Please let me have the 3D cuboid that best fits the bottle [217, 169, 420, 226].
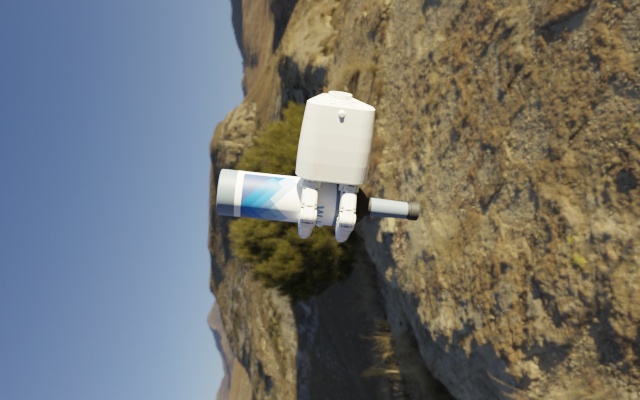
[{"bbox_3d":[0.000,0.002,0.706,0.296,0.069,0.069,6,-1,-6],"label":"bottle"}]
